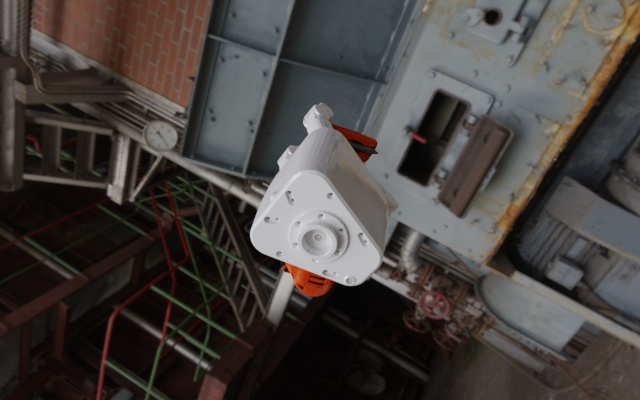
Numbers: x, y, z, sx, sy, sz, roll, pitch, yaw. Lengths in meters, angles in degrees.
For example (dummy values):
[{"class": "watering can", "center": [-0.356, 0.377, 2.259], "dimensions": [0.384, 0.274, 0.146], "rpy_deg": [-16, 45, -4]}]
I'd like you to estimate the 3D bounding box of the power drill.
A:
[{"class": "power drill", "center": [0.000, 0.002, 0.578], "dimensions": [0.057, 0.188, 0.184], "rpy_deg": [14, 10, -16]}]
